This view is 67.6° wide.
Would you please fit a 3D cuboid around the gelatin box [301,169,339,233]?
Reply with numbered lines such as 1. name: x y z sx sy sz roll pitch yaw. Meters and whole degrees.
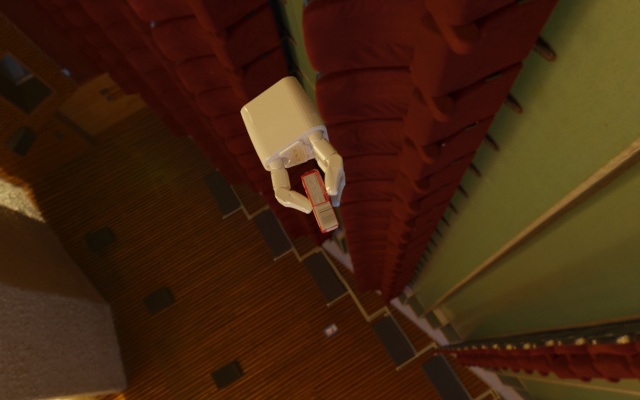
1. gelatin box: 0.000 0.003 0.721 0.030 0.089 0.073 -21 -6 -2
